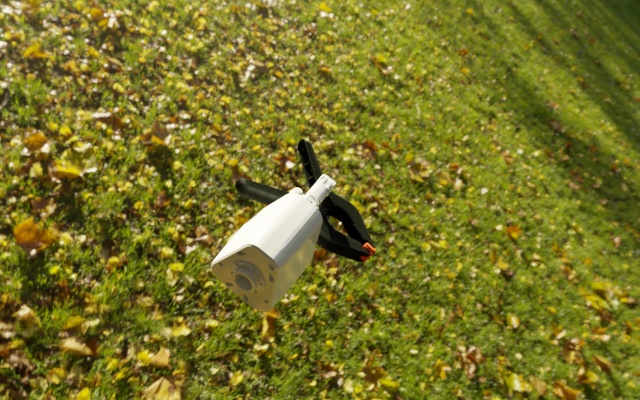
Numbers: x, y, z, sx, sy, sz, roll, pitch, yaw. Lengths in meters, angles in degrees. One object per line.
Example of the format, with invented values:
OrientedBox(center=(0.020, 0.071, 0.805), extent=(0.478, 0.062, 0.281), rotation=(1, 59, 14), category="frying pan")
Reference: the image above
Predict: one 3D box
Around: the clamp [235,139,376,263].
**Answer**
OrientedBox(center=(0.001, 0.002, 0.695), extent=(0.164, 0.210, 0.036), rotation=(-50, -1, -45), category="clamp")
